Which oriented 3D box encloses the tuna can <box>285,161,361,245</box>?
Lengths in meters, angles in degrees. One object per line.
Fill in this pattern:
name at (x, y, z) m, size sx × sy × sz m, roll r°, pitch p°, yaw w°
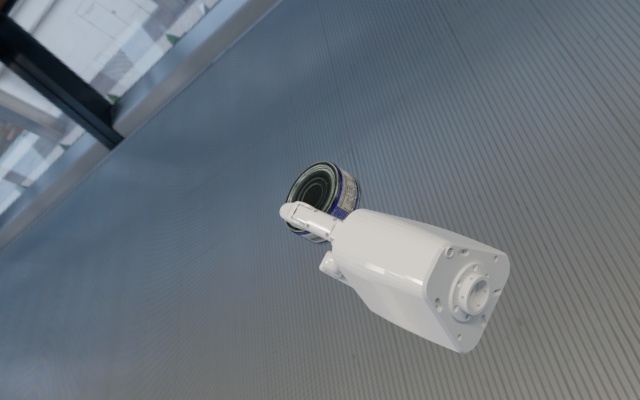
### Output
tuna can at (0.000, 0.001, 0.510) m, size 0.034 × 0.086 × 0.086 m, roll 30°, pitch -19°, yaw -35°
